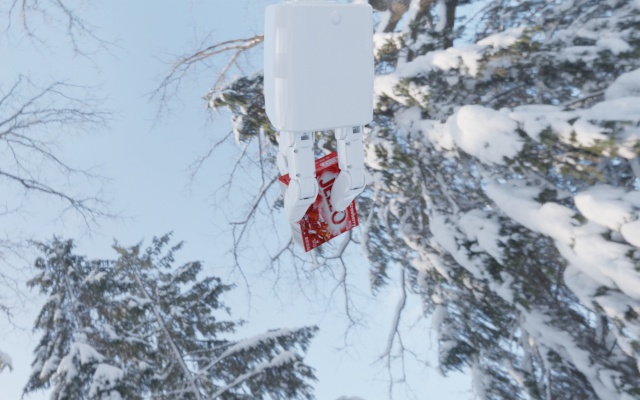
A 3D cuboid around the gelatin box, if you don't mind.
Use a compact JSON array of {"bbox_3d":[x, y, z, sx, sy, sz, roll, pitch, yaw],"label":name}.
[{"bbox_3d":[0.000,0.002,0.517,0.073,0.089,0.030,-26,33,-23],"label":"gelatin box"}]
